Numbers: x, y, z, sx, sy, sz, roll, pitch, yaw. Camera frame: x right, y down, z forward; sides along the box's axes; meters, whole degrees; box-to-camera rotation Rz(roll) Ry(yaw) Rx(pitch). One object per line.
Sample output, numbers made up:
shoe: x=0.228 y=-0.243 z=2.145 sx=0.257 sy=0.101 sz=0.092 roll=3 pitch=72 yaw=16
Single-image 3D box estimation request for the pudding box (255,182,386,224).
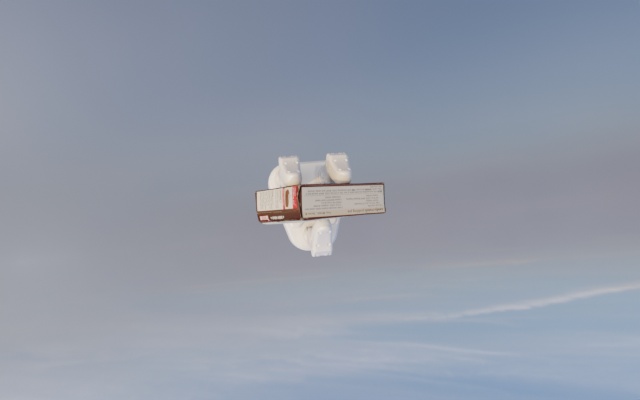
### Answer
pudding box: x=0.000 y=0.002 z=0.514 sx=0.113 sy=0.039 sz=0.090 roll=-5 pitch=-1 yaw=-36
